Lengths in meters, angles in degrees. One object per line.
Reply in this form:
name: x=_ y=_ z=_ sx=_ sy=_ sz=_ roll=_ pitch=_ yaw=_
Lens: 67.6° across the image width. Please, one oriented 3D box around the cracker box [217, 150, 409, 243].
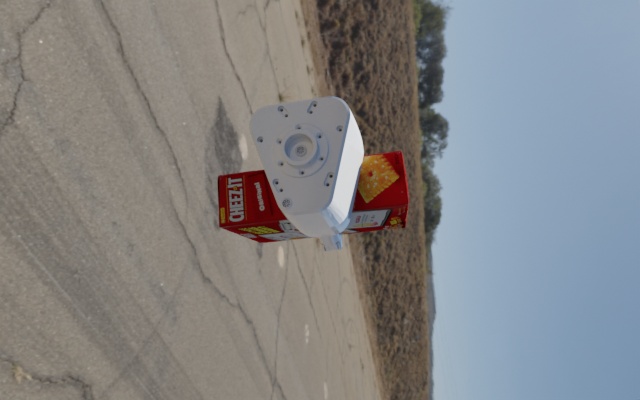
cracker box: x=0.000 y=0.002 z=0.604 sx=0.214 sy=0.072 sz=0.164 roll=-6 pitch=-12 yaw=8
